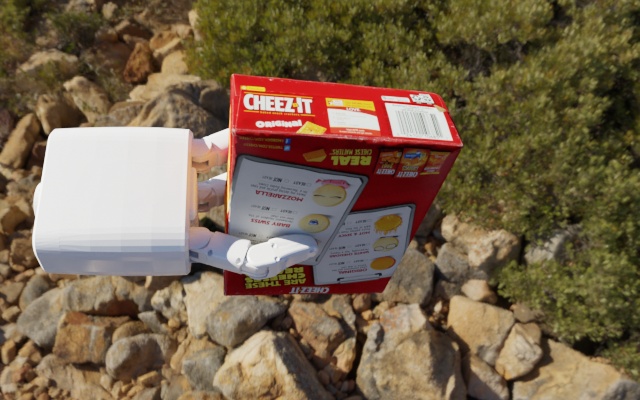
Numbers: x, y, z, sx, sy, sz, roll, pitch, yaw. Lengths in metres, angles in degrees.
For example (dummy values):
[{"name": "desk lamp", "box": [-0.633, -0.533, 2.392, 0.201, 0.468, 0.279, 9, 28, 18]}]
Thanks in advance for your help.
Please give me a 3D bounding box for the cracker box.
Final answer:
[{"name": "cracker box", "box": [0.000, 0.001, 0.415, 0.164, 0.072, 0.214, 2, -40, -12]}]
